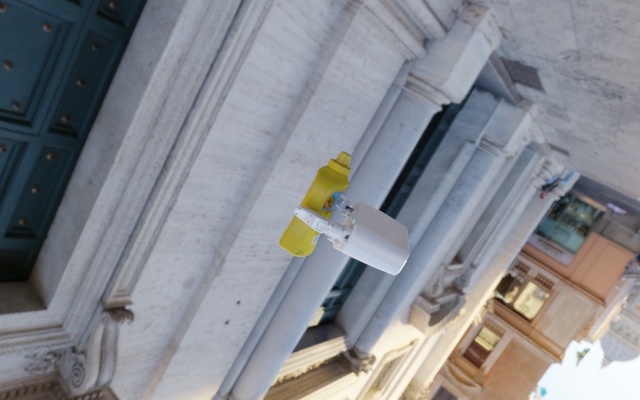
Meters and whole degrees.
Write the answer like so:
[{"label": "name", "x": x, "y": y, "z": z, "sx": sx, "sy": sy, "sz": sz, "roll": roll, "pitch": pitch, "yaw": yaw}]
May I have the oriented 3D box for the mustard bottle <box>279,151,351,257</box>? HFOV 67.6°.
[{"label": "mustard bottle", "x": 0.000, "y": 0.003, "z": 0.827, "sx": 0.058, "sy": 0.192, "sz": 0.096, "roll": 32, "pitch": 12, "yaw": 15}]
